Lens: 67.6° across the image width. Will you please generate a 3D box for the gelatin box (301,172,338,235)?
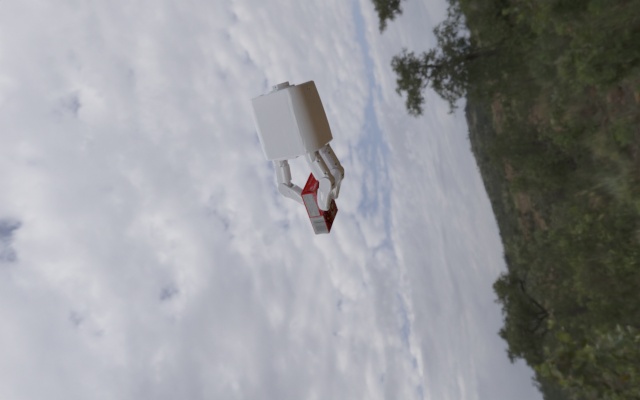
[{"bbox_3d":[0.000,0.003,0.830,0.030,0.089,0.073,-7,30,20],"label":"gelatin box"}]
